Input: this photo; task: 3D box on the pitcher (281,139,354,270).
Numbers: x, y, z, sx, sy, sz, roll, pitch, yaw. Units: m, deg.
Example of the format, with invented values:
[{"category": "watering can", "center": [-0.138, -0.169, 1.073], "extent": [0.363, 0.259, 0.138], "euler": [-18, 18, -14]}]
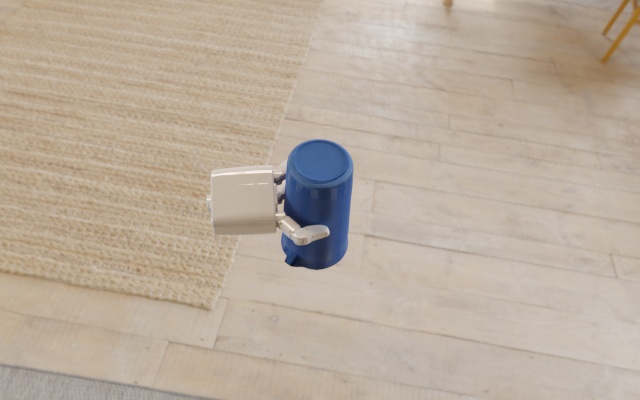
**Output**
[{"category": "pitcher", "center": [0.000, 0.003, 0.858], "extent": [0.145, 0.149, 0.243], "euler": [-3, -37, -6]}]
